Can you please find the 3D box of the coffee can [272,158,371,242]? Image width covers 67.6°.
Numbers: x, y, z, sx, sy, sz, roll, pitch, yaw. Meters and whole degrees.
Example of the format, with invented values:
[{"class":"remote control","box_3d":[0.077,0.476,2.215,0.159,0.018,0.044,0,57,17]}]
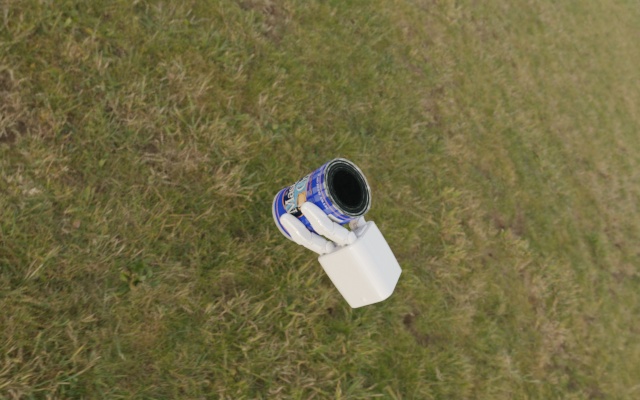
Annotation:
[{"class":"coffee can","box_3d":[0.000,0.002,0.804,0.103,0.102,0.140,0,-20,-43]}]
